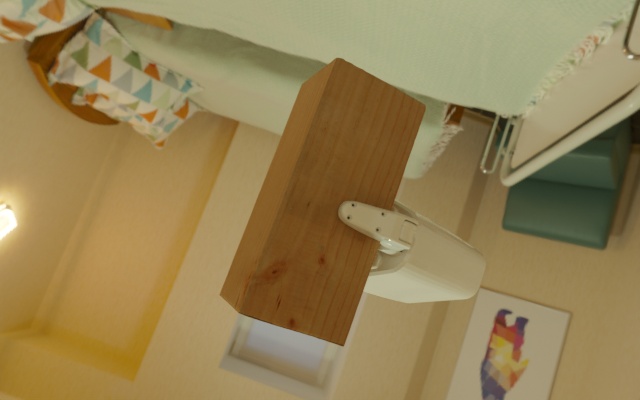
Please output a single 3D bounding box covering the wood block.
[{"bbox_3d":[0.000,0.002,0.404,0.090,0.206,0.091,23,-10,-20],"label":"wood block"}]
